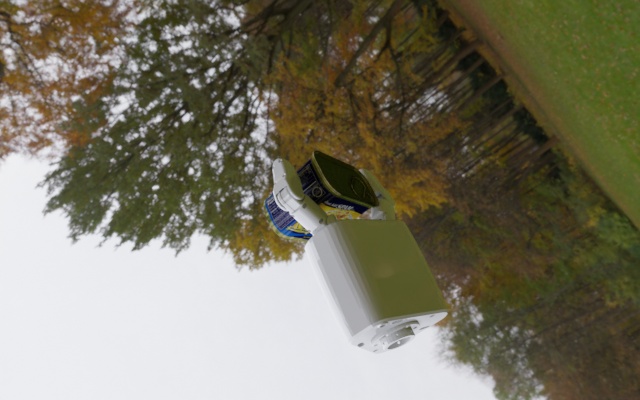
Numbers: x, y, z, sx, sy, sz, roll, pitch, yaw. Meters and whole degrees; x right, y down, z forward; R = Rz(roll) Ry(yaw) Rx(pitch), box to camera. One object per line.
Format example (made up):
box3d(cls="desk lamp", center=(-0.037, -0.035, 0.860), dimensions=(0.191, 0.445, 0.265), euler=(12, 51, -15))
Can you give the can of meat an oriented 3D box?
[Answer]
box3d(cls="can of meat", center=(0.000, 0.002, 0.520), dimensions=(0.084, 0.057, 0.102), euler=(-40, -31, 23))
